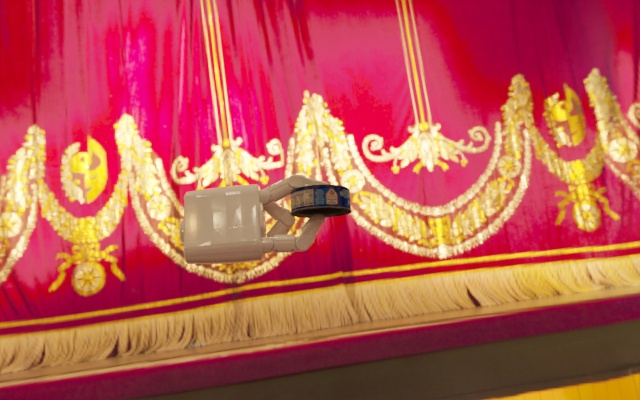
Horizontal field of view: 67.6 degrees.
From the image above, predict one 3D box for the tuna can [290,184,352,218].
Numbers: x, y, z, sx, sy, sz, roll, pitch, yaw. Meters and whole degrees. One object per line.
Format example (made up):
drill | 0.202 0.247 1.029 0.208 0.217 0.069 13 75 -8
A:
tuna can | 0.000 0.002 0.674 0.086 0.033 0.086 -2 -11 0
